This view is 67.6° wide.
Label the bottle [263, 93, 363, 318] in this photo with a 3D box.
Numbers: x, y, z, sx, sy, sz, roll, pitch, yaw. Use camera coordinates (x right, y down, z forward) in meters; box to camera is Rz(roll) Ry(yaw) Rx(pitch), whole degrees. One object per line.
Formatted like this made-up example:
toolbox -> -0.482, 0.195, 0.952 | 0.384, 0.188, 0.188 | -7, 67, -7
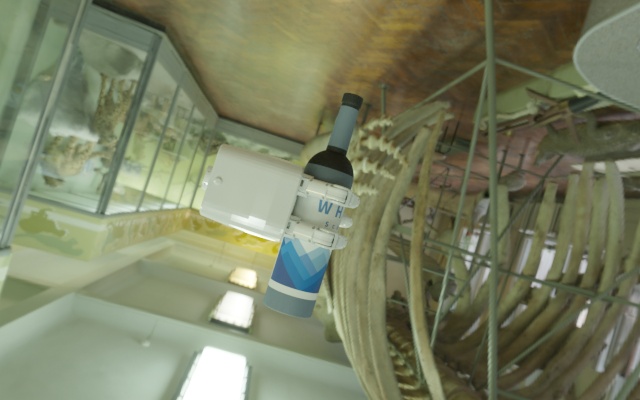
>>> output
bottle -> 0.000, 0.002, 0.630 | 0.069, 0.295, 0.069 | 17, -2, 1
